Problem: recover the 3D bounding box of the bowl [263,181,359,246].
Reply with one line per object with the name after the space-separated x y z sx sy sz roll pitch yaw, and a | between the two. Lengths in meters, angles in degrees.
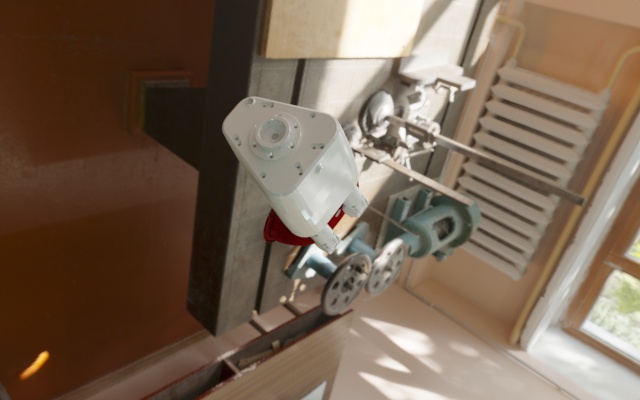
0.001 0.002 0.603 0.055 0.162 0.162 36 9 12 | bowl
